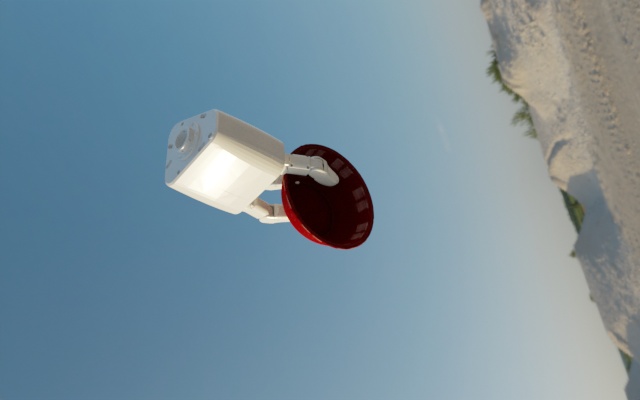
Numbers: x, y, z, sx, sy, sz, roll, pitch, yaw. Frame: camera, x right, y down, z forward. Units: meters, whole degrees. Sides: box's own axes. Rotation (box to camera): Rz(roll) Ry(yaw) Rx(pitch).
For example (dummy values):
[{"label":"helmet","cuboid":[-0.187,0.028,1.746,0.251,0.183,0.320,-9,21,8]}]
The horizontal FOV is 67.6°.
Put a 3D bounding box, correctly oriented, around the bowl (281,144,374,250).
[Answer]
[{"label":"bowl","cuboid":[0.001,0.003,0.683,0.162,0.162,0.055,0,-24,-42]}]
